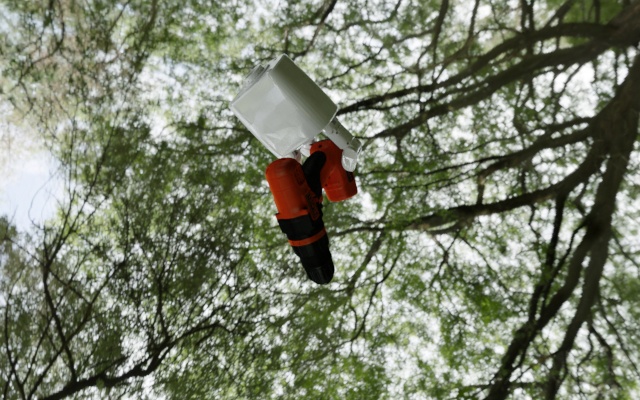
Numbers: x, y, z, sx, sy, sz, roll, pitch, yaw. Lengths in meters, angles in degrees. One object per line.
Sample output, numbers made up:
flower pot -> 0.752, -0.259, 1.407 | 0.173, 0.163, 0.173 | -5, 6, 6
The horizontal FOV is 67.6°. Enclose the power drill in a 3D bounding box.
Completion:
power drill -> 0.000, 0.002, 0.686 | 0.057, 0.184, 0.187 | -9, 22, 23
